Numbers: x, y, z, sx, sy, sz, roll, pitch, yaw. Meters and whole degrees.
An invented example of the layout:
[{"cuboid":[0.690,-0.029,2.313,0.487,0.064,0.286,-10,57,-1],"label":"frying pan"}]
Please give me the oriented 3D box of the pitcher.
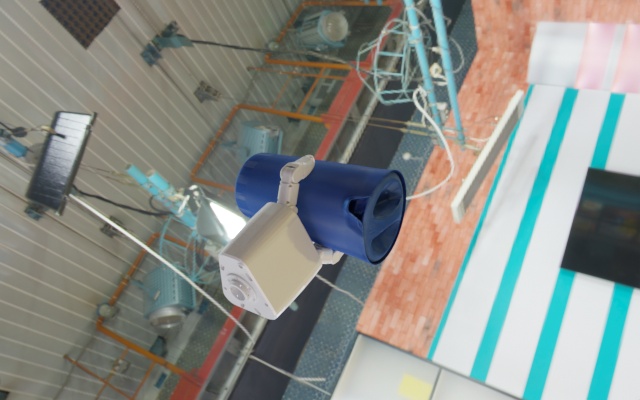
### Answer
[{"cuboid":[0.000,0.002,0.718,0.243,0.149,0.145,14,44,30],"label":"pitcher"}]
